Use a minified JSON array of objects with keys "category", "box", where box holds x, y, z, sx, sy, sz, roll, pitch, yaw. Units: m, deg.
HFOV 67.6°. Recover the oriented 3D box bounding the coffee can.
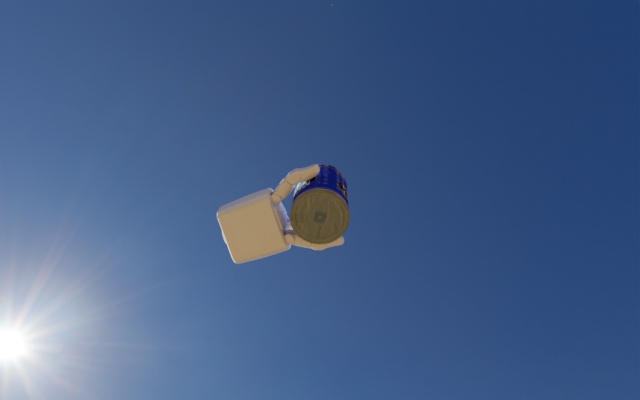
[{"category":"coffee can","box":[0.000,0.003,0.872,0.103,0.103,0.140,0,22,1]}]
